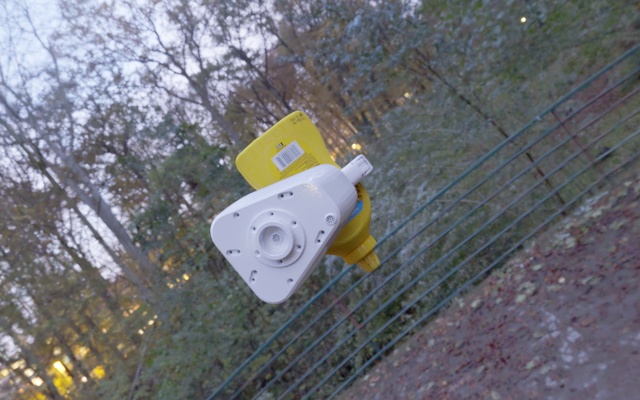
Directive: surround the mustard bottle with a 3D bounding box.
[{"bbox_3d":[0.000,0.002,0.533,0.096,0.191,0.058,-39,1,-11],"label":"mustard bottle"}]
